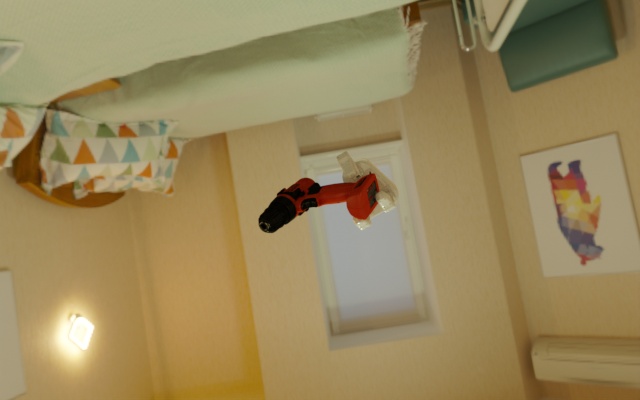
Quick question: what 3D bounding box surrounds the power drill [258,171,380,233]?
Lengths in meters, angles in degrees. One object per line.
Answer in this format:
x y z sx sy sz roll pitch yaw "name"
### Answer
0.001 0.003 0.853 0.187 0.057 0.184 -3 25 27 "power drill"
